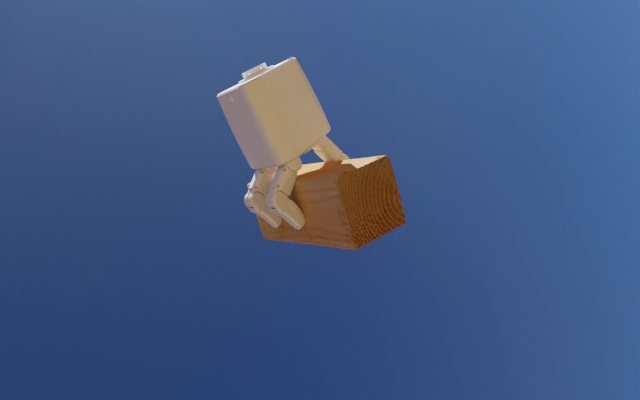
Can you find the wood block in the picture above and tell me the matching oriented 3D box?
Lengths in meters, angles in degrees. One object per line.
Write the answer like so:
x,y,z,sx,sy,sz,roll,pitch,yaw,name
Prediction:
0.000,0.002,0.637,0.091,0.090,0.206,-25,15,-34,wood block
